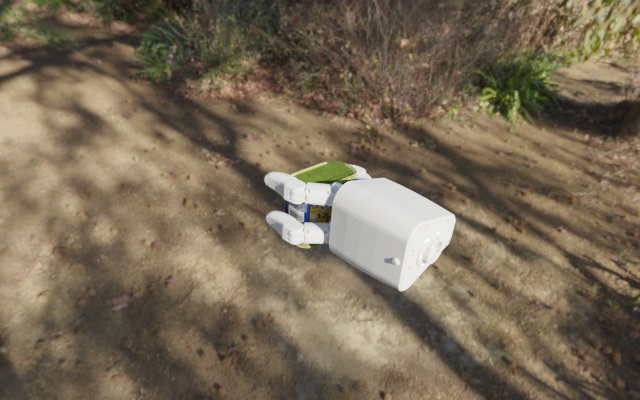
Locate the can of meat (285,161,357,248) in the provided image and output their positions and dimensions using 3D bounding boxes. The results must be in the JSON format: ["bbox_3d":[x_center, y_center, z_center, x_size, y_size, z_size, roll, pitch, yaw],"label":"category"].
[{"bbox_3d":[0.000,0.002,0.629,0.102,0.084,0.057,-24,42,-37],"label":"can of meat"}]
